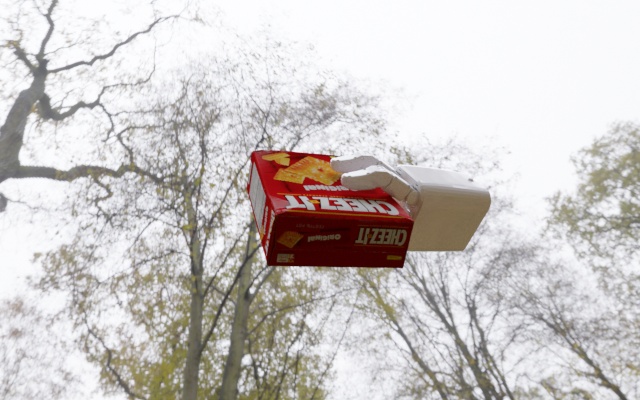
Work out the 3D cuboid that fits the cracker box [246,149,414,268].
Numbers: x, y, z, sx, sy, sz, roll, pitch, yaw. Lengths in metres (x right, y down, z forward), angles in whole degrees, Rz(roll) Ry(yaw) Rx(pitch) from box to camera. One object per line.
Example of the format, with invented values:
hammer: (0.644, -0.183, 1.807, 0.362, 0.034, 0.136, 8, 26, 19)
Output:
cracker box: (0.000, 0.002, 0.613, 0.164, 0.072, 0.213, 3, 23, -17)
